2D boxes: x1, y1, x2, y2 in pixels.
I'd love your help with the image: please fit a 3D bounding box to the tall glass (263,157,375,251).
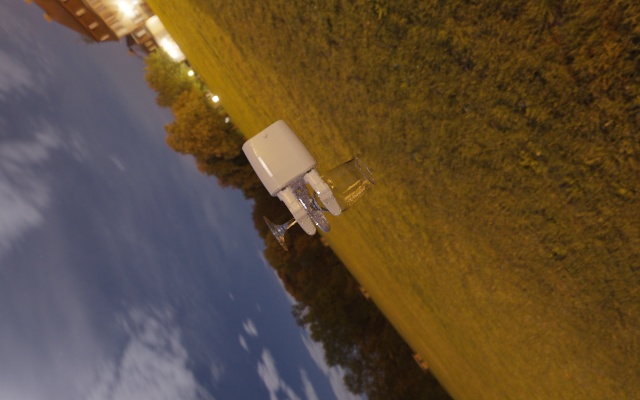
[{"bbox_3d":[0.000,0.003,0.861,0.201,0.079,0.079,-34,2,-4],"label":"tall glass"}]
